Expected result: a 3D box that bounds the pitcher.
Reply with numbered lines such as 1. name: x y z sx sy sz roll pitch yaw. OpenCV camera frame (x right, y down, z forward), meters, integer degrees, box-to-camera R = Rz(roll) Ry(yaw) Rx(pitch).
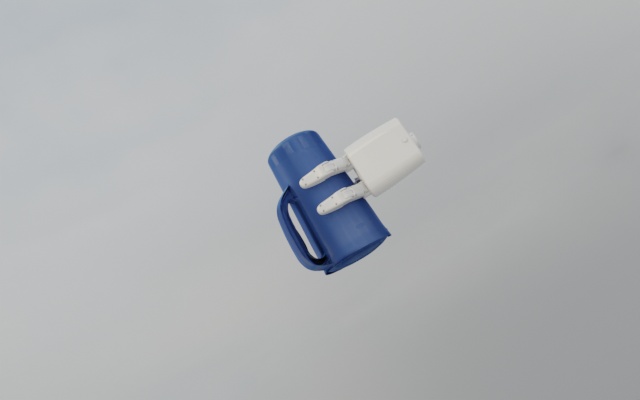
1. pitcher: 0.000 0.003 0.839 0.145 0.242 0.149 -34 -14 8
